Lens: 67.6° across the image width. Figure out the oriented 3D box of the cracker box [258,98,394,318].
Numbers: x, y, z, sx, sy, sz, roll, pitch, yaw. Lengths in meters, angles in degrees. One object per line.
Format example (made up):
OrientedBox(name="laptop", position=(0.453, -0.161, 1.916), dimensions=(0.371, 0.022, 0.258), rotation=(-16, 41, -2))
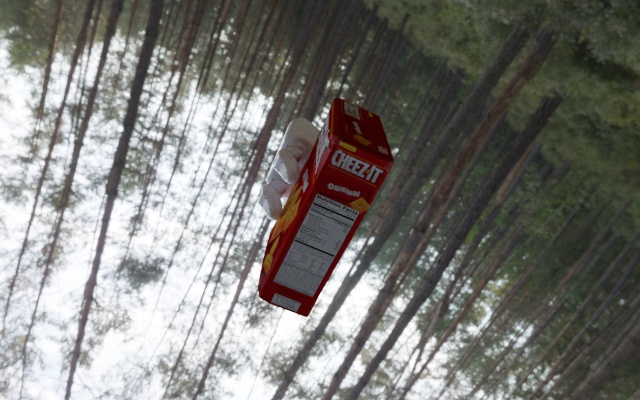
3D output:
OrientedBox(name="cracker box", position=(0.000, 0.002, 0.569), dimensions=(0.072, 0.214, 0.164), rotation=(22, 24, -9))
